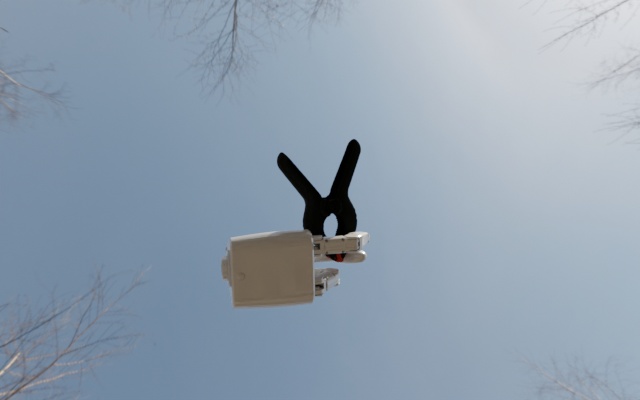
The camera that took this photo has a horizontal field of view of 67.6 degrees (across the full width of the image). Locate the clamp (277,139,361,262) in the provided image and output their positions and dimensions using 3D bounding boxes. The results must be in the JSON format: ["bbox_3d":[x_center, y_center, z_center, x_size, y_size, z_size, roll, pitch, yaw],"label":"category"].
[{"bbox_3d":[0.000,0.002,0.658,0.120,0.171,0.039,-3,6,-15],"label":"clamp"}]
